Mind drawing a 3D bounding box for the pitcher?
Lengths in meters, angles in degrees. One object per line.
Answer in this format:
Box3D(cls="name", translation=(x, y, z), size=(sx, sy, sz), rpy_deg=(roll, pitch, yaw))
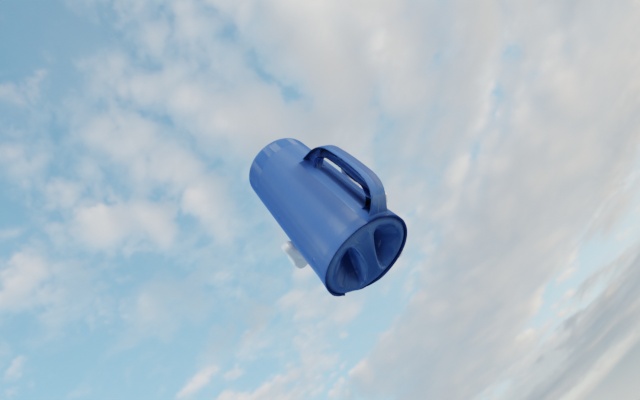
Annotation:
Box3D(cls="pitcher", translation=(0.000, 0.002, 0.677), size=(0.242, 0.149, 0.145), rpy_deg=(45, 3, 38))
